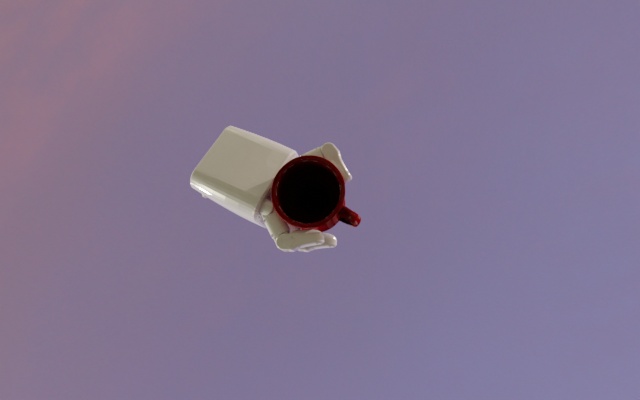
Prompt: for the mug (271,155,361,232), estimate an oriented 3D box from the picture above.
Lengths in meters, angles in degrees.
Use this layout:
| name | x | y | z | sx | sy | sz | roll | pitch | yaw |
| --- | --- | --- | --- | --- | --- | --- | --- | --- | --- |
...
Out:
| name | x | y | z | sx | sy | sz | roll | pitch | yaw |
| --- | --- | --- | --- | --- | --- | --- | --- | --- | --- |
| mug | 0.001 | 0.003 | 0.624 | 0.117 | 0.093 | 0.081 | 25 | -8 | 12 |
